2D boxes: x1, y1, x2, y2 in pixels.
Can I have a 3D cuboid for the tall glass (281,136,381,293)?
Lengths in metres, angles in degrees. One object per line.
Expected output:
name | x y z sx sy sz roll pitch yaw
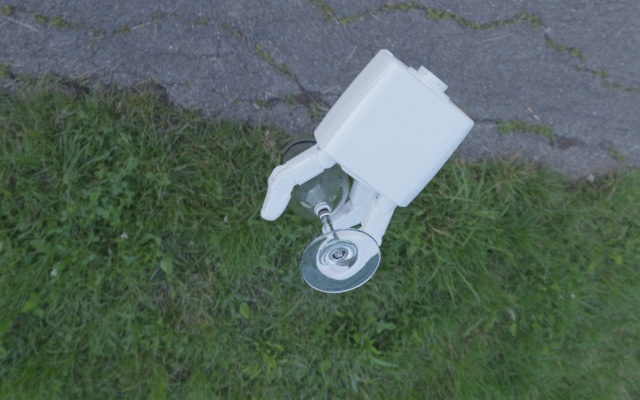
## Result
tall glass | 0.000 0.002 0.511 0.079 0.079 0.201 0 33 -13
